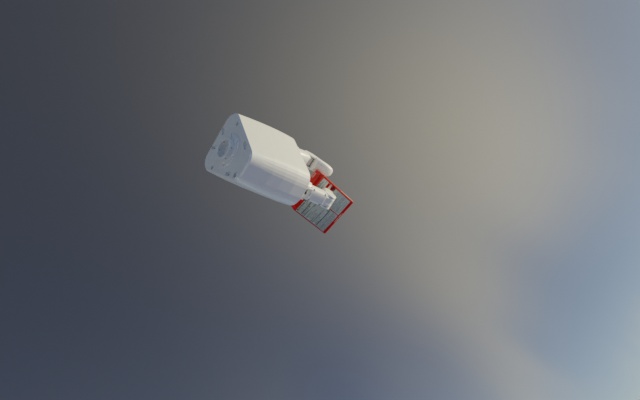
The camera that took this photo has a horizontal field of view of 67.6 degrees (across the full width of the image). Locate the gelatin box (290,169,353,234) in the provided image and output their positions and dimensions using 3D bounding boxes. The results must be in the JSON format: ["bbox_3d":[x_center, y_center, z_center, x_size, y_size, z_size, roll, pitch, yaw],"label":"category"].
[{"bbox_3d":[0.001,0.003,0.784,0.089,0.073,0.030,40,3,-40],"label":"gelatin box"}]
